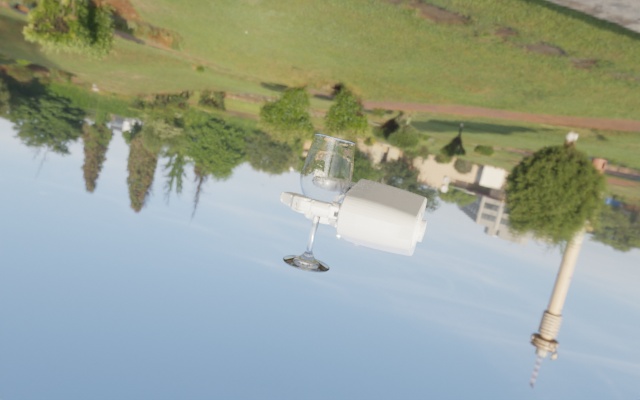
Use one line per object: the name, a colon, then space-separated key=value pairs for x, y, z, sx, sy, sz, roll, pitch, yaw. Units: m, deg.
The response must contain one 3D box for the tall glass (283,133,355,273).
tall glass: x=0.000 y=0.003 z=0.726 sx=0.079 sy=0.201 sz=0.079 roll=12 pitch=8 yaw=-2
